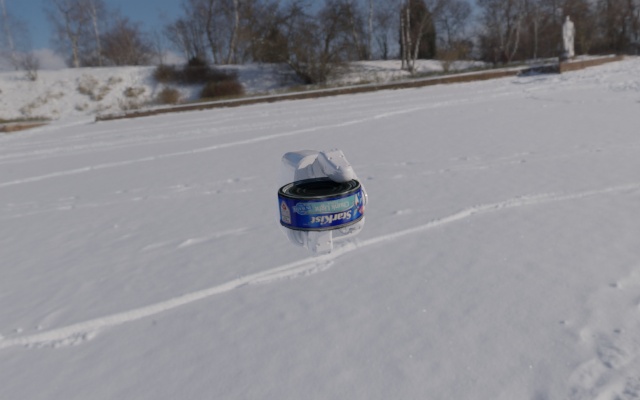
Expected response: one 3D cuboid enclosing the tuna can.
[{"bbox_3d":[0.000,0.001,0.479,0.086,0.034,0.086,-5,15,1],"label":"tuna can"}]
